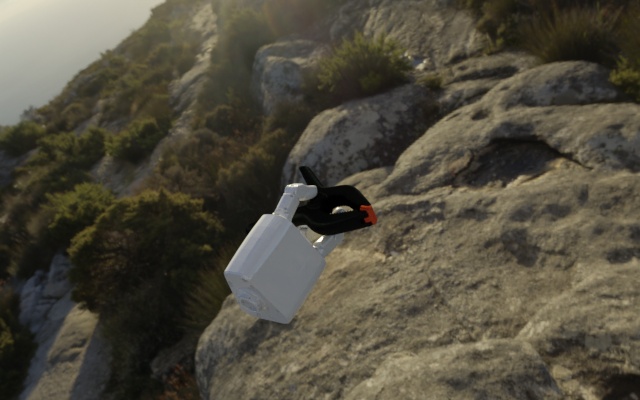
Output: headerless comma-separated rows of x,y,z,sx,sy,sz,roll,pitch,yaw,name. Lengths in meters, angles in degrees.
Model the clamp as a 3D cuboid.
0.000,0.002,0.742,0.210,0.036,0.164,2,45,36,clamp
